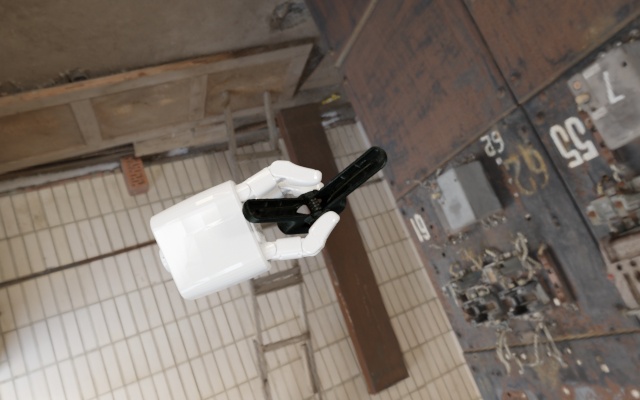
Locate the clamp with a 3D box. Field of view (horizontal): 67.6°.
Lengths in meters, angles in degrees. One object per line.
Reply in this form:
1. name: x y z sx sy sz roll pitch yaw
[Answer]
1. clamp: 0.000 0.003 0.583 0.164 0.036 0.210 -24 -13 -3
